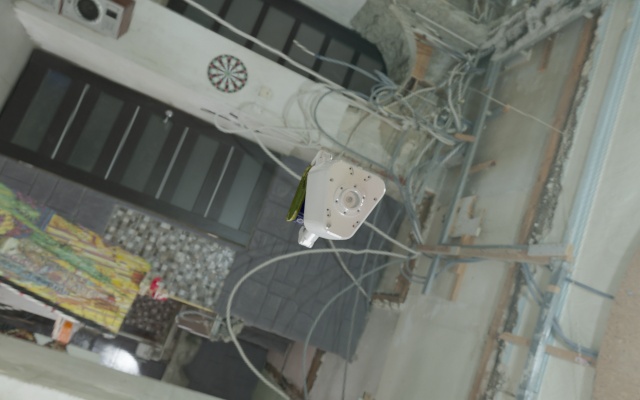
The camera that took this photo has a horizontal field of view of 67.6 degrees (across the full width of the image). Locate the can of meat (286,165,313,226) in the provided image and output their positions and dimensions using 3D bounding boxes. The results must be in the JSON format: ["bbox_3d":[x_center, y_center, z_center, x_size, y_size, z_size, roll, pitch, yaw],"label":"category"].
[{"bbox_3d":[0.000,0.003,0.821,0.084,0.102,0.057,23,-10,-13],"label":"can of meat"}]
